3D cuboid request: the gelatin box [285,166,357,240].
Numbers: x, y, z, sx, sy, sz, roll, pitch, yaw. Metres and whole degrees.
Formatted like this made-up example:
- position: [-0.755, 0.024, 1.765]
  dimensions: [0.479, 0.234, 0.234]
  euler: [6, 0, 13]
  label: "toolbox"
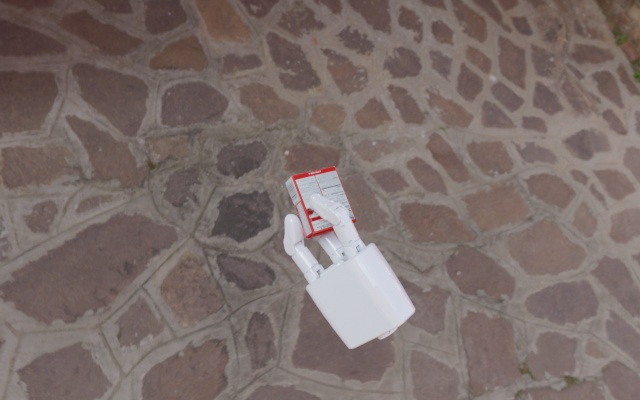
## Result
- position: [0.000, 0.002, 0.672]
  dimensions: [0.073, 0.089, 0.030]
  euler: [-15, -11, -30]
  label: "gelatin box"
